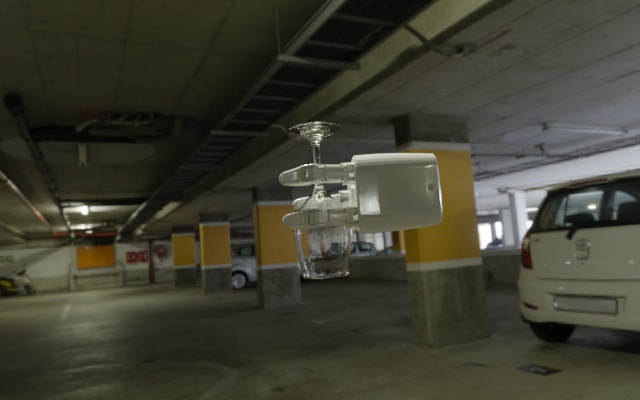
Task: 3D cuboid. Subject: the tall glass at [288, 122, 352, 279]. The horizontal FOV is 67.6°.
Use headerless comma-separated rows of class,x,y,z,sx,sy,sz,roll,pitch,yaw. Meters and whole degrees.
tall glass,0.000,0.001,0.640,0.079,0.201,0.079,-4,-6,0
